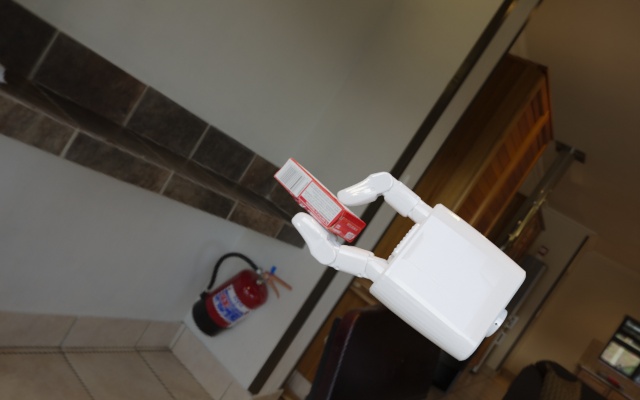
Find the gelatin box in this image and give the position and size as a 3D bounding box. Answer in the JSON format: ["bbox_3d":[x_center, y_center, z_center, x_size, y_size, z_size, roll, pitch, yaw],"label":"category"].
[{"bbox_3d":[0.000,0.001,0.509,0.089,0.030,0.073,44,4,25],"label":"gelatin box"}]
